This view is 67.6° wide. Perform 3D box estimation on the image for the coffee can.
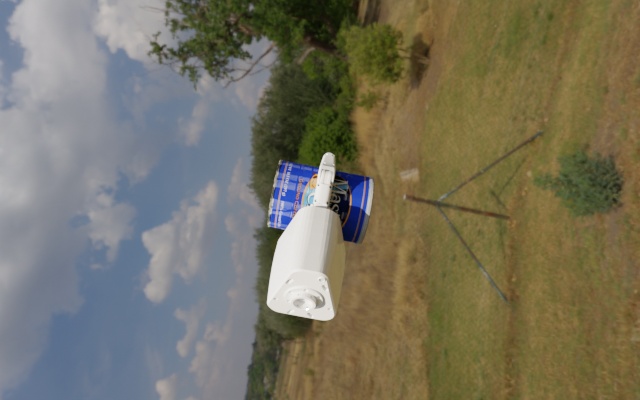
[{"bbox_3d":[0.000,0.002,0.710,0.140,0.103,0.103,11,0,-2],"label":"coffee can"}]
